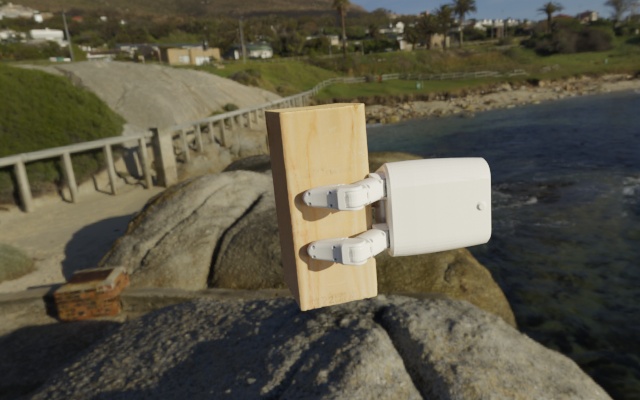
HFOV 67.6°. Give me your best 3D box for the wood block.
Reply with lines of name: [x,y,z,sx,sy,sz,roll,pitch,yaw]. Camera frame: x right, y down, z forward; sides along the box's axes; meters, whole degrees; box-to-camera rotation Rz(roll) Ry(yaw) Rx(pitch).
wood block: [0.000,0.001,0.526,0.090,0.206,0.091,-9,14,-13]
